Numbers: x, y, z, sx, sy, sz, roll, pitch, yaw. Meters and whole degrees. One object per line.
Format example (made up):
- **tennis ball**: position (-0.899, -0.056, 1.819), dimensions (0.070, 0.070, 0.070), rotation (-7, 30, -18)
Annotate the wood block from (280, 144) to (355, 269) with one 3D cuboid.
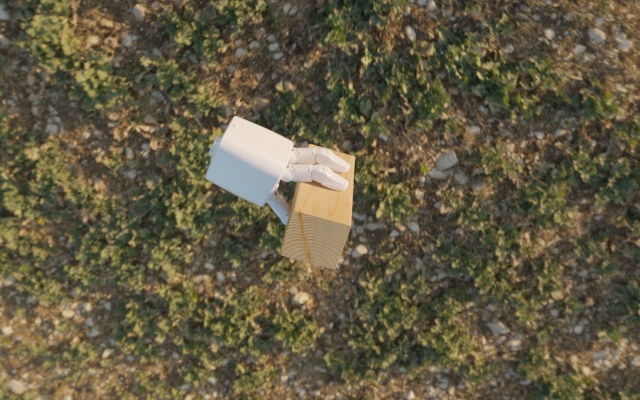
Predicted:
- **wood block**: position (0.000, 0.003, 0.783), dimensions (0.090, 0.091, 0.206), rotation (15, 34, -4)
